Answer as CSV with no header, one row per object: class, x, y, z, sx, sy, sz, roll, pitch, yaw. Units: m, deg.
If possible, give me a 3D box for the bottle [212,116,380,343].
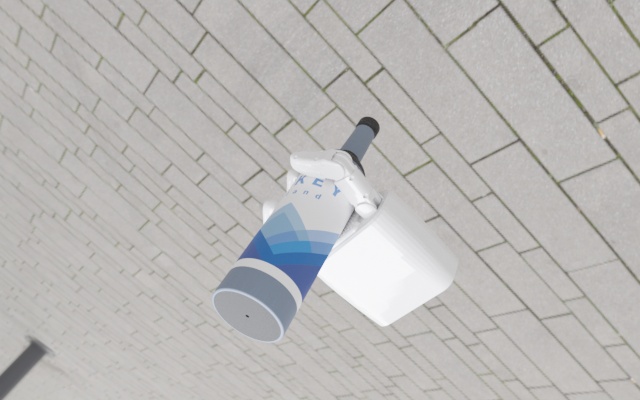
bottle,0.000,0.002,0.481,0.069,0.069,0.295,0,39,31
